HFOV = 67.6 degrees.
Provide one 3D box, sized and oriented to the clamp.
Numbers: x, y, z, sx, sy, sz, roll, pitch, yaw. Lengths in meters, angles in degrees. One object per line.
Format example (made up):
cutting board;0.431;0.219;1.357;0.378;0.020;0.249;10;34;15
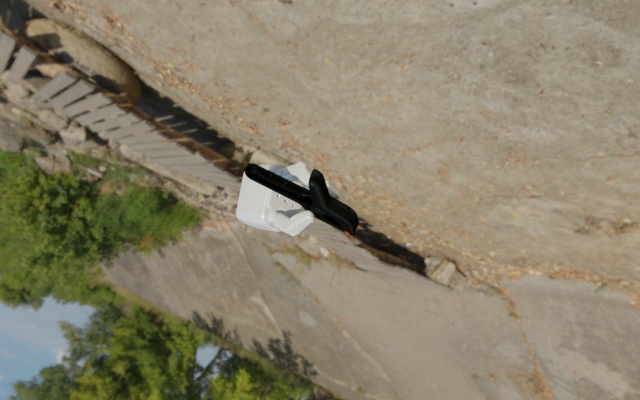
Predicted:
clamp;0.000;0.003;0.742;0.210;0.036;0.164;35;-16;-34
